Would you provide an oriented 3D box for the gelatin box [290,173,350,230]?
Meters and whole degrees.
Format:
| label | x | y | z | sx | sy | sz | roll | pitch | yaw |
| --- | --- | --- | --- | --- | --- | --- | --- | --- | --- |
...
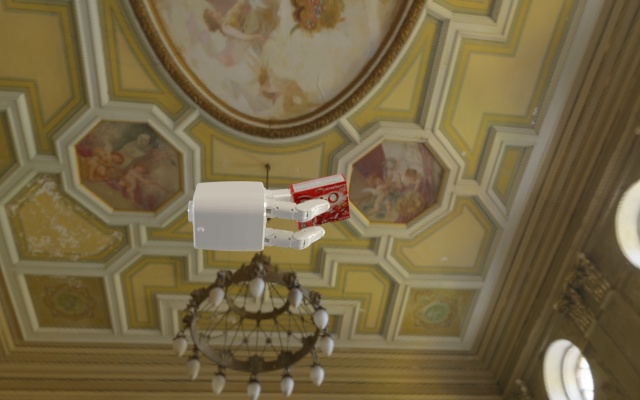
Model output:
| label | x | y | z | sx | sy | sz | roll | pitch | yaw |
| --- | --- | --- | --- | --- | --- | --- | --- | --- | --- |
| gelatin box | 0.000 | 0.002 | 0.765 | 0.089 | 0.073 | 0.030 | -13 | 34 | -7 |
